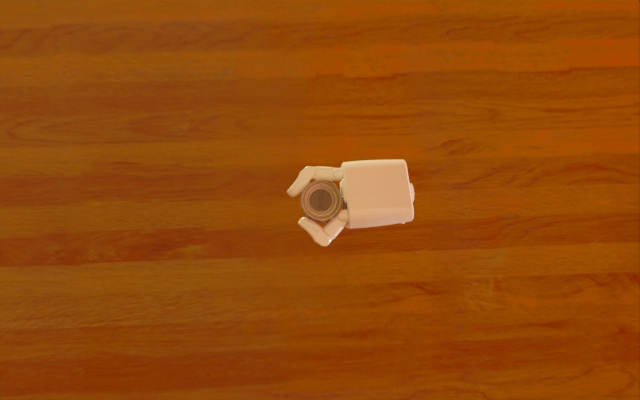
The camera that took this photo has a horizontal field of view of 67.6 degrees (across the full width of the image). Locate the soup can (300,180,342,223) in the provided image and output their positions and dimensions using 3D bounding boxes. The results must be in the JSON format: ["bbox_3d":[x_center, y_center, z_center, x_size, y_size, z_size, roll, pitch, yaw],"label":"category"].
[{"bbox_3d":[0.000,0.002,0.797,0.068,0.068,0.102,0,-3,-1],"label":"soup can"}]
